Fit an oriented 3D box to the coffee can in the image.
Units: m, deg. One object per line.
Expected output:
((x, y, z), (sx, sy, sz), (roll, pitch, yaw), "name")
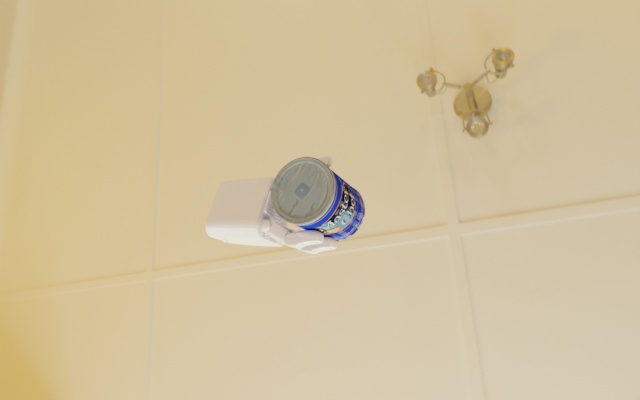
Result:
((0.000, 0.002, 0.754), (0.103, 0.102, 0.140), (0, -15, 24), "coffee can")
